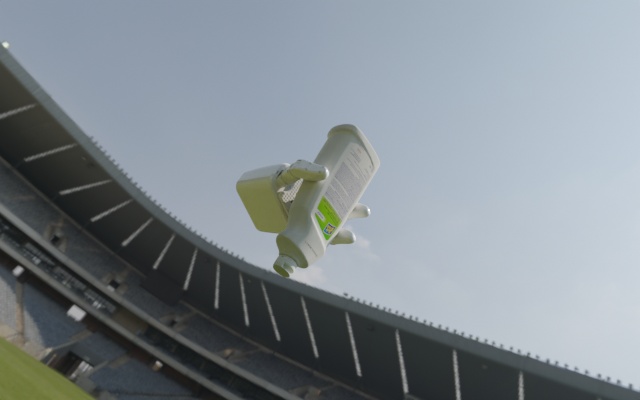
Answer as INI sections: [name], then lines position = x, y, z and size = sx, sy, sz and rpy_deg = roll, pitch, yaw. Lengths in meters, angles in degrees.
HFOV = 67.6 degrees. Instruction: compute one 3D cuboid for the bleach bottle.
[bleach bottle]
position = 0.000, 0.002, 0.725
size = 0.068, 0.250, 0.103
rpy_deg = -4, -46, 47
